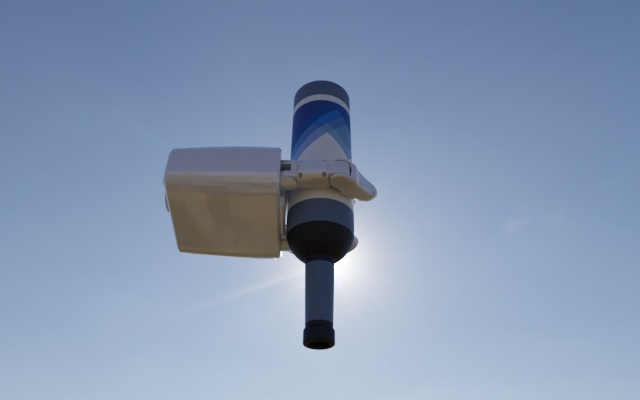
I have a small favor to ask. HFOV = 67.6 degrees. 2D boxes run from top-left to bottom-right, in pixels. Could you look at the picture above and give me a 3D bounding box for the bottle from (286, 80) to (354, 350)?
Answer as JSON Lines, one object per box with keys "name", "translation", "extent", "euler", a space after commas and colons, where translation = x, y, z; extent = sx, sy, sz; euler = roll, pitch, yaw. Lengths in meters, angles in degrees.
{"name": "bottle", "translation": [0.000, 0.001, 0.485], "extent": [0.069, 0.295, 0.069], "euler": [0, -35, 0]}
